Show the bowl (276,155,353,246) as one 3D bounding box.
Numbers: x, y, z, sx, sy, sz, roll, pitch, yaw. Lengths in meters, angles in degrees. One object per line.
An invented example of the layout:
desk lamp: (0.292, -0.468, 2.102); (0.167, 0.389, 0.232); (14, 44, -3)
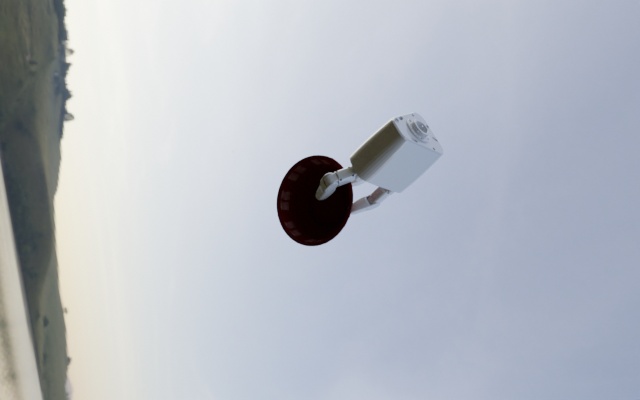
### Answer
bowl: (-0.001, 0.003, 0.857); (0.162, 0.162, 0.055); (0, -8, 33)
